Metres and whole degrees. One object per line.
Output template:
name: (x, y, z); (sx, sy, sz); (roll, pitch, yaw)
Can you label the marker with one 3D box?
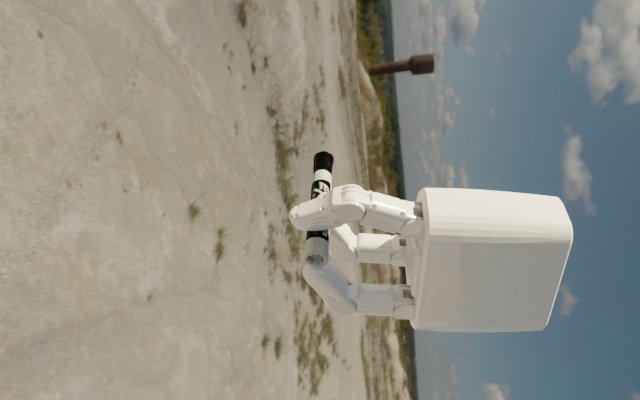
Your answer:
marker: (0.000, 0.001, 0.401); (0.020, 0.121, 0.020); (2, -44, 2)
